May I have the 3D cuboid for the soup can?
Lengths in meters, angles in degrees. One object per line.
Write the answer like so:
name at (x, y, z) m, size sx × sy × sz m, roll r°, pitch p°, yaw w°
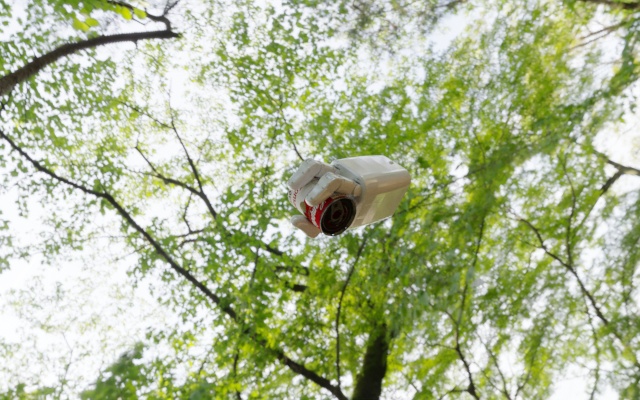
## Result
soup can at (0.000, 0.003, 0.762) m, size 0.068 × 0.068 × 0.102 m, roll 0°, pitch 28°, yaw -39°
